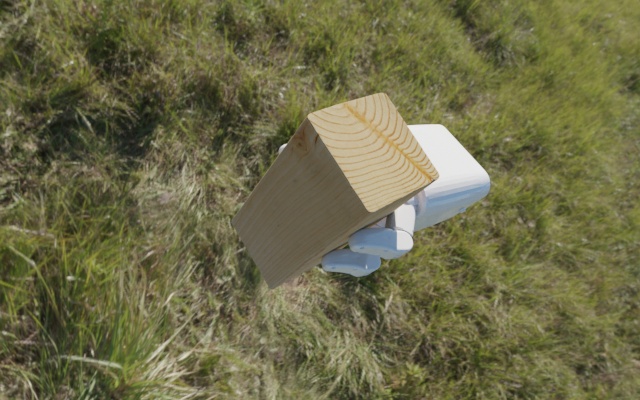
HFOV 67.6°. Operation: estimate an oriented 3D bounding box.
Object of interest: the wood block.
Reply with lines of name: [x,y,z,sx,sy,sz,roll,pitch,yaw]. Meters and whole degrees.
wood block: [0.000,0.001,0.456,0.090,0.091,0.206,-24,-12,-35]
